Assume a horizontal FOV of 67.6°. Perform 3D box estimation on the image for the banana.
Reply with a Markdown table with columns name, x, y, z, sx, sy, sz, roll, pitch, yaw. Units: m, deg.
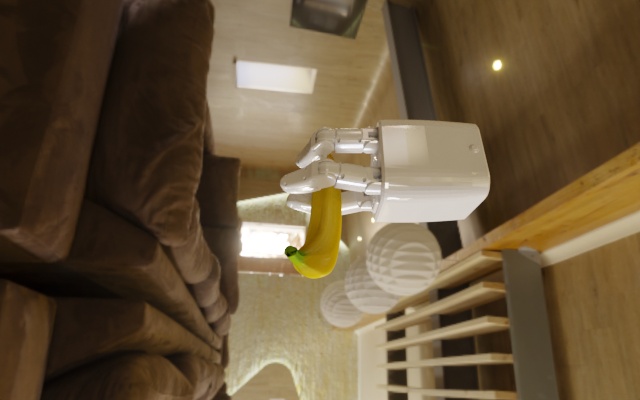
| name | x | y | z | sx | sy | sz | roll | pitch | yaw |
| --- | --- | --- | --- | --- | --- | --- | --- | --- | --- |
| banana | 0.002 | 0.019 | 0.498 | 0.037 | 0.070 | 0.197 | -2 | 31 | 10 |
